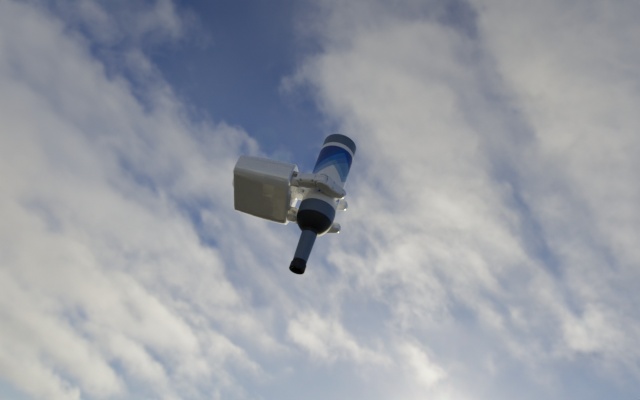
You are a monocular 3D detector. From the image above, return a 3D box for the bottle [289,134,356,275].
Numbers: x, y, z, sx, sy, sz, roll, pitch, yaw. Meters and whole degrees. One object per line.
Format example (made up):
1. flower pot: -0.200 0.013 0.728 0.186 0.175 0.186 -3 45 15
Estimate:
1. bottle: 0.000 0.003 0.871 0.069 0.295 0.069 12 -36 9
